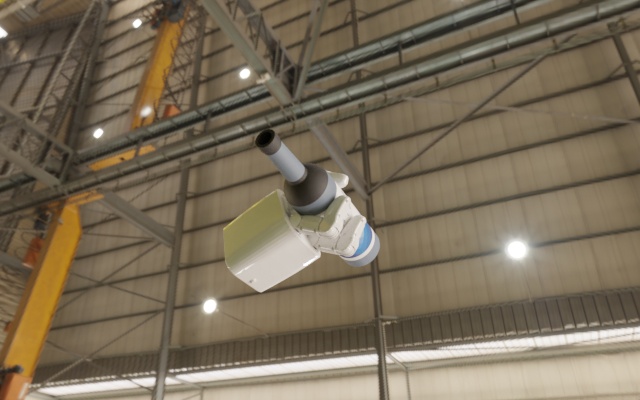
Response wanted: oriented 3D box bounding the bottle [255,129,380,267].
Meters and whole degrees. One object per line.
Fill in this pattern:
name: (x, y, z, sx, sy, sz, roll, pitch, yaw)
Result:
bottle: (0.000, 0.002, 0.662, 0.069, 0.069, 0.296, 0, -30, 31)
